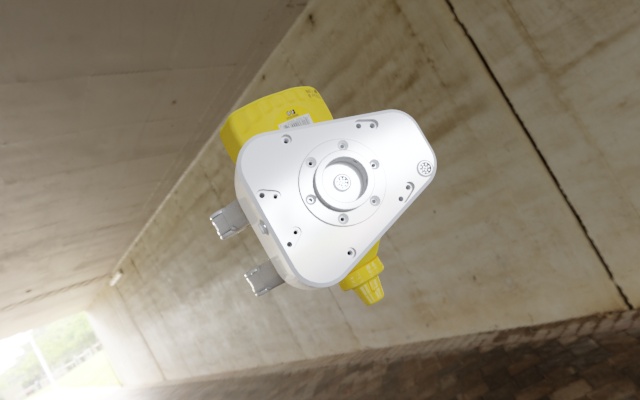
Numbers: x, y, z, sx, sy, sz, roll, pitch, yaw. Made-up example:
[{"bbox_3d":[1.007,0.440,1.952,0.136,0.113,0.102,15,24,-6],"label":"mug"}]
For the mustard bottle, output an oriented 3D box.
[{"bbox_3d":[0.000,0.001,0.408,0.096,0.191,0.058,-27,-4,-35],"label":"mustard bottle"}]
